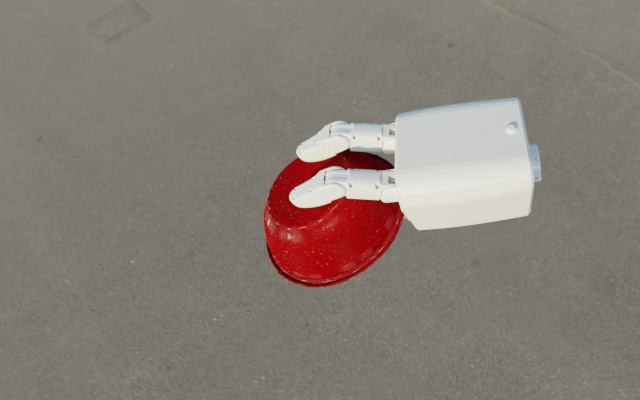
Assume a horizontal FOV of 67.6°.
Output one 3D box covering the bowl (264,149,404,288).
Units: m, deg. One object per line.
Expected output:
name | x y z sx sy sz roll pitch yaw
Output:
bowl | -0.001 0.002 0.476 0.162 0.162 0.055 0 -32 34
